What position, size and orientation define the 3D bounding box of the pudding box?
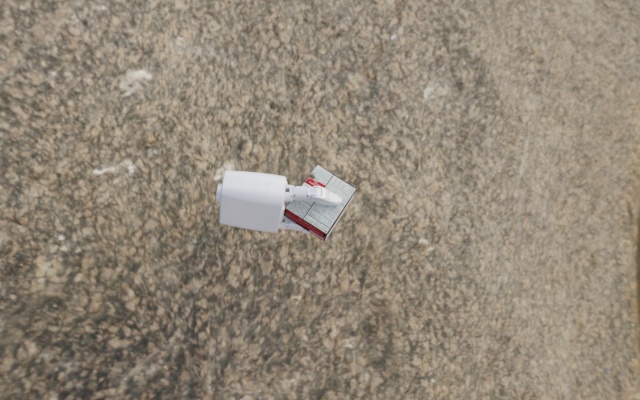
[{"bbox_3d":[0.000,0.003,0.853,0.090,0.113,0.039,33,-23,5],"label":"pudding box"}]
